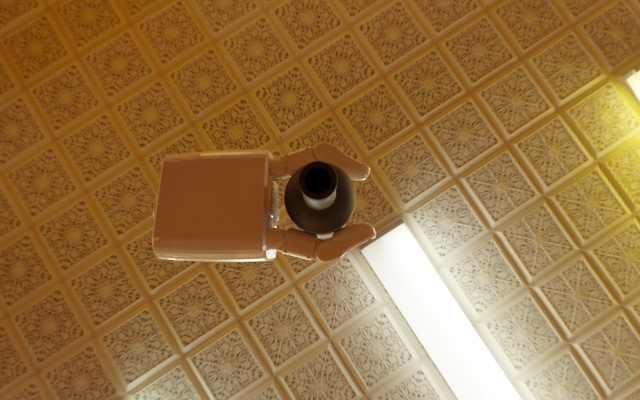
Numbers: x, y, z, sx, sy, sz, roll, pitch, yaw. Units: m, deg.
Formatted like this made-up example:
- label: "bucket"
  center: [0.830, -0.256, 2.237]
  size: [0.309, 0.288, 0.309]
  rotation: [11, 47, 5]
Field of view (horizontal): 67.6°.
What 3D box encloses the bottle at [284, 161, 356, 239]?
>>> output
- label: "bottle"
  center: [0.000, 0.002, 0.476]
  size: [0.069, 0.069, 0.296]
  rotation: [0, -6, 1]
